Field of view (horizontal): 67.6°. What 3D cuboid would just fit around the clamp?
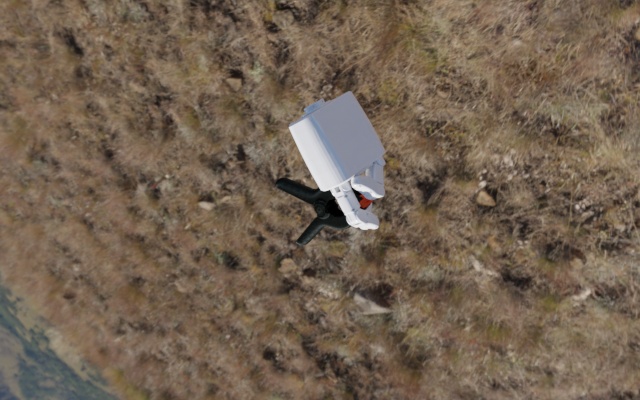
[{"bbox_3d":[0.000,0.003,0.759,0.171,0.120,0.039,-21,14,39],"label":"clamp"}]
